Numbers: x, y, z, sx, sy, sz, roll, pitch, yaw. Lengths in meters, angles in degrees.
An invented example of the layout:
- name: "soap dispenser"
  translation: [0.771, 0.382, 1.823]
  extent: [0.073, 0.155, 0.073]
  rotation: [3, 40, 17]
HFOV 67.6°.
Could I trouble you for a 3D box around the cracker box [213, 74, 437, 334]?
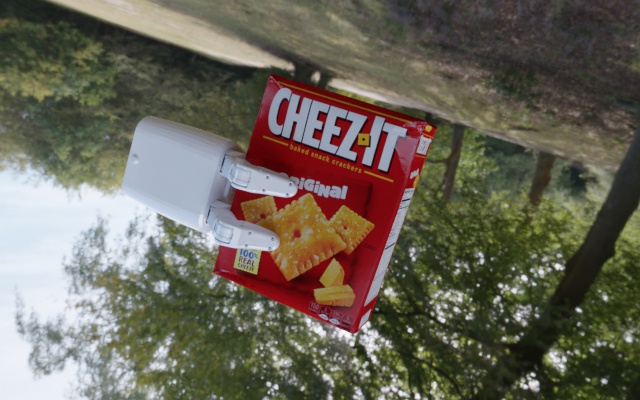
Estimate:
- name: "cracker box"
  translation: [0.000, 0.002, 0.480]
  extent: [0.164, 0.214, 0.072]
  rotation: [21, 10, 17]
